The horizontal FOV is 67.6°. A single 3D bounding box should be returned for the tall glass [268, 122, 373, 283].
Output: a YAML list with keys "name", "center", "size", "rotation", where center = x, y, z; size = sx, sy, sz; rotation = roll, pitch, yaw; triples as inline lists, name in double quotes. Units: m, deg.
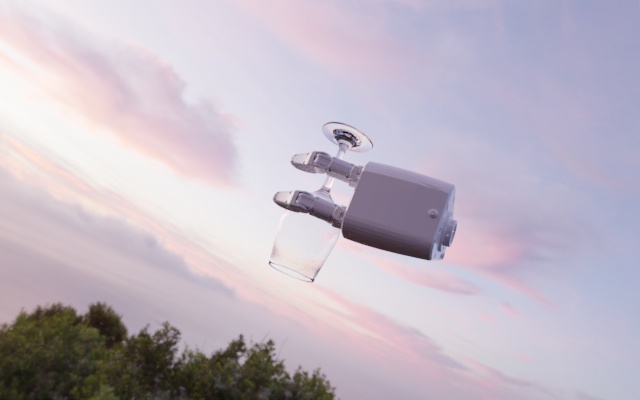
- name: "tall glass"
  center: [0.000, 0.001, 0.620]
  size: [0.079, 0.201, 0.079]
  rotation: [21, -16, 6]
